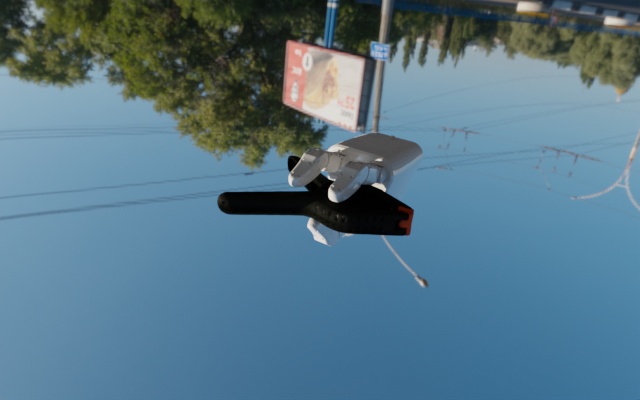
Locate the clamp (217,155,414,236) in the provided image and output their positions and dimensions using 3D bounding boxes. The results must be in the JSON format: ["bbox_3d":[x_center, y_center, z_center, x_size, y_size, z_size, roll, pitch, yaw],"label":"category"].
[{"bbox_3d":[0.001,0.003,0.549,0.210,0.036,0.164,20,31,29],"label":"clamp"}]
